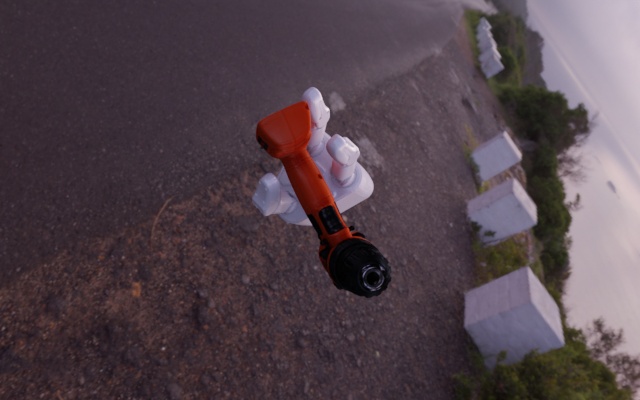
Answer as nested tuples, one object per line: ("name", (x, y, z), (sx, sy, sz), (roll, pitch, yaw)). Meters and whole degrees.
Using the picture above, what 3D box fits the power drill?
("power drill", (0.000, 0.001, 0.471), (0.057, 0.187, 0.184), (-25, 4, -8))
